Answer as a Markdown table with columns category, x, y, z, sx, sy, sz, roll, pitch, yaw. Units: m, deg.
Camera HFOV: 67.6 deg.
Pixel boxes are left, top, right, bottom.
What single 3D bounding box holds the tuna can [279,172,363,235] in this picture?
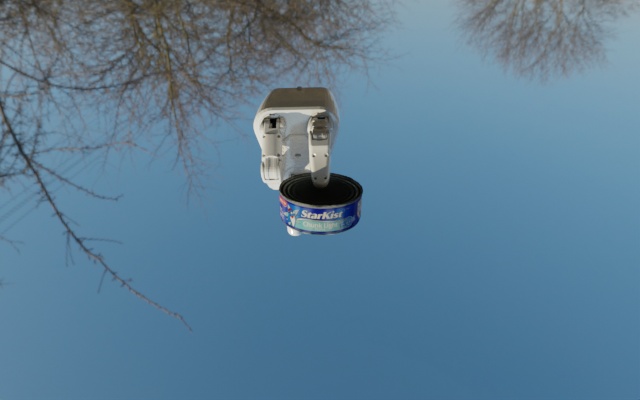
| category | x | y | z | sx | sy | sz | roll | pitch | yaw |
| --- | --- | --- | --- | --- | --- | --- | --- | --- | --- |
| tuna can | 0.000 | 0.002 | 0.493 | 0.086 | 0.034 | 0.086 | 1 | 25 | -1 |
